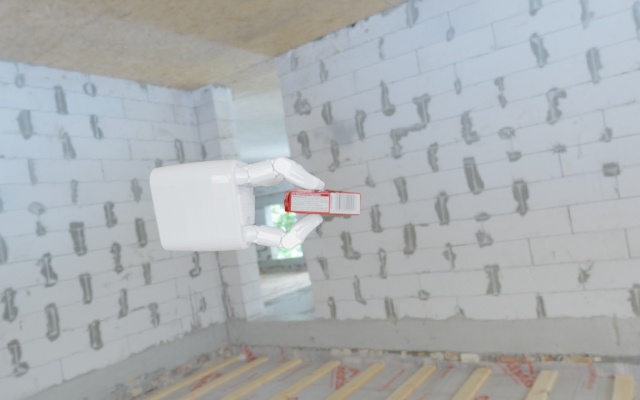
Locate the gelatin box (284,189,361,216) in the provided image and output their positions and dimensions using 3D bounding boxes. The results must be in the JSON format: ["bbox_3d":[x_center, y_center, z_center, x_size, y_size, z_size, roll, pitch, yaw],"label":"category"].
[{"bbox_3d":[0.000,0.002,0.597,0.089,0.030,0.073,3,-1,-7],"label":"gelatin box"}]
